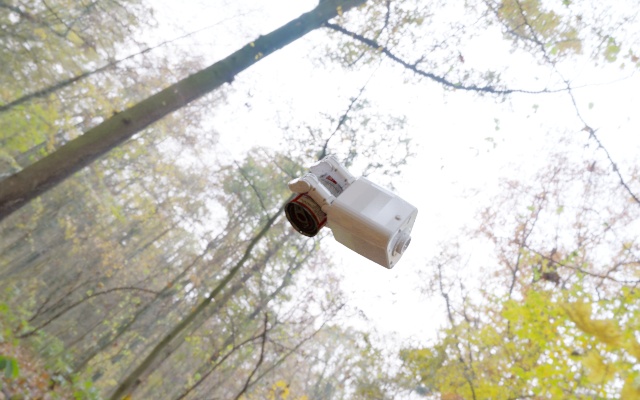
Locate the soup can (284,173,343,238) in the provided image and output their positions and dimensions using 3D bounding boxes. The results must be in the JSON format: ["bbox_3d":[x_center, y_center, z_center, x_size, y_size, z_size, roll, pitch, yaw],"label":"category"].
[{"bbox_3d":[0.000,0.002,0.773,0.068,0.068,0.102,0,34,49],"label":"soup can"}]
